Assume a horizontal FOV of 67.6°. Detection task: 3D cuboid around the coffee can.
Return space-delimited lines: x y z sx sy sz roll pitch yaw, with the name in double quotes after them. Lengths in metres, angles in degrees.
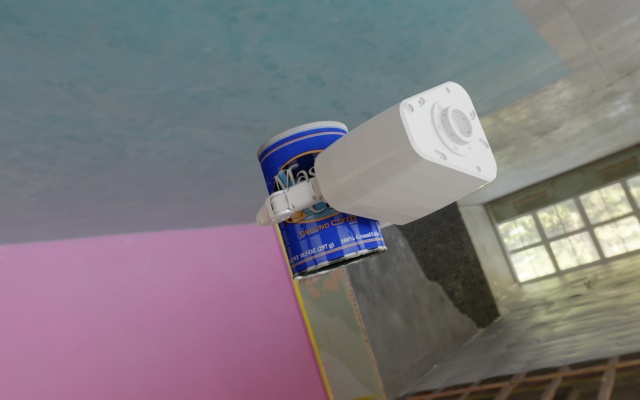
0.000 0.002 0.507 0.103 0.140 0.103 -17 -12 -4 "coffee can"
